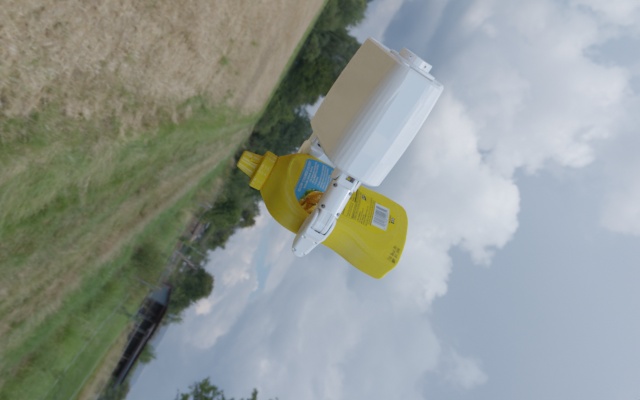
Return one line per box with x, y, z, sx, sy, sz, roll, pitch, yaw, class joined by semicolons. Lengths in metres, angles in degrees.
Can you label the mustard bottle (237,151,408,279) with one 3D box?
0.000;0.002;0.508;0.191;0.096;0.058;29;-45;-11;mustard bottle
